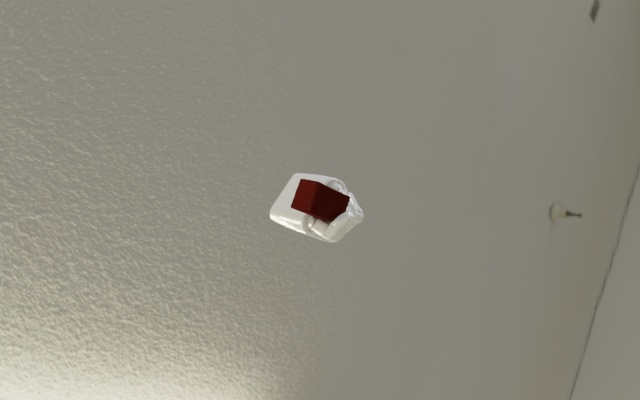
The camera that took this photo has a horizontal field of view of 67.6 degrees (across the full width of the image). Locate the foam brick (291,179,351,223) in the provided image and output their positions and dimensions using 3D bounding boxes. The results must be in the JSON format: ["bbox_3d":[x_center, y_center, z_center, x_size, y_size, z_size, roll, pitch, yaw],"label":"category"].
[{"bbox_3d":[0.000,0.002,0.783,0.078,0.053,0.051,24,-7,-42],"label":"foam brick"}]
